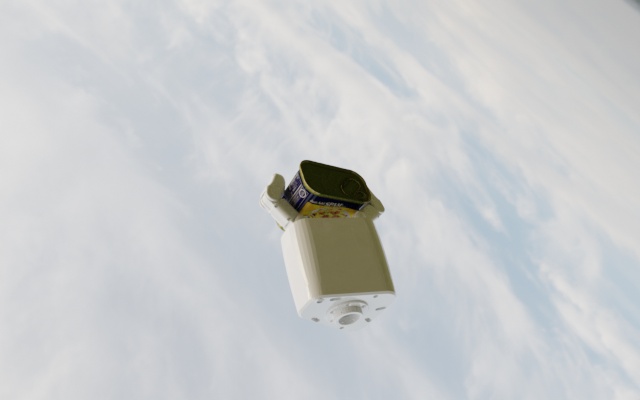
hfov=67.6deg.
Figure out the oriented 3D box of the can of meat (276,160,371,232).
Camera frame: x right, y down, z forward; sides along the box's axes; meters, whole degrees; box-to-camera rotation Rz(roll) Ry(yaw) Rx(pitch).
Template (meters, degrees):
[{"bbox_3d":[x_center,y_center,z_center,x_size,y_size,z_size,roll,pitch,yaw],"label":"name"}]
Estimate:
[{"bbox_3d":[0.000,0.002,0.622,0.102,0.057,0.084,10,-46,-32],"label":"can of meat"}]
